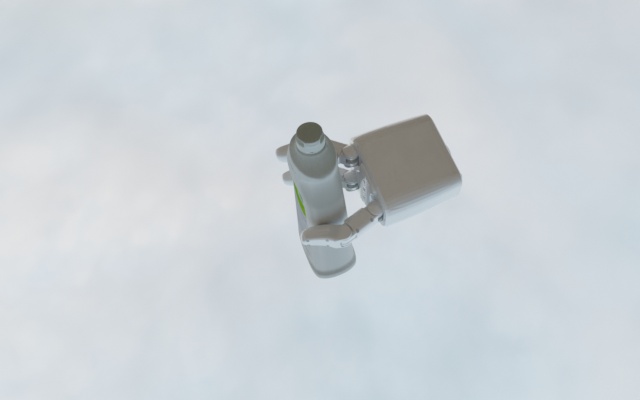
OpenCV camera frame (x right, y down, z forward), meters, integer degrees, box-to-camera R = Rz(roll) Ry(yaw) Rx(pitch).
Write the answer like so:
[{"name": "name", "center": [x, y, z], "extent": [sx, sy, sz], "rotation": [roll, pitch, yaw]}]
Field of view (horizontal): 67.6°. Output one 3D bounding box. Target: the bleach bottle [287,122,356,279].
[{"name": "bleach bottle", "center": [0.000, 0.002, 0.594], "extent": [0.068, 0.102, 0.251], "rotation": [-21, -31, -8]}]
